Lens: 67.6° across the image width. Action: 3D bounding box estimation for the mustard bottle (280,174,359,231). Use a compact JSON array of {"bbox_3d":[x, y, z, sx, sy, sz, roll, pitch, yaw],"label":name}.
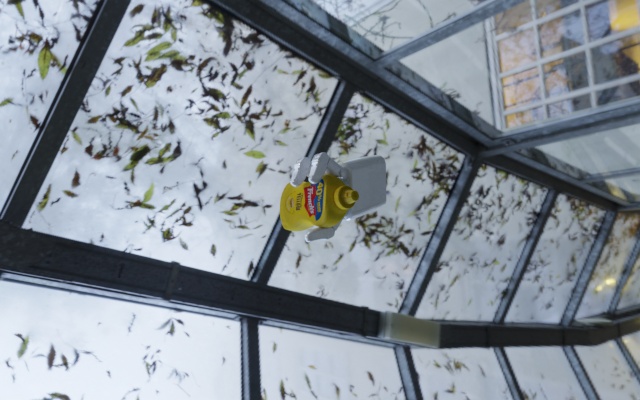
[{"bbox_3d":[0.000,0.003,0.876,0.058,0.096,0.191,14,-15,-37],"label":"mustard bottle"}]
